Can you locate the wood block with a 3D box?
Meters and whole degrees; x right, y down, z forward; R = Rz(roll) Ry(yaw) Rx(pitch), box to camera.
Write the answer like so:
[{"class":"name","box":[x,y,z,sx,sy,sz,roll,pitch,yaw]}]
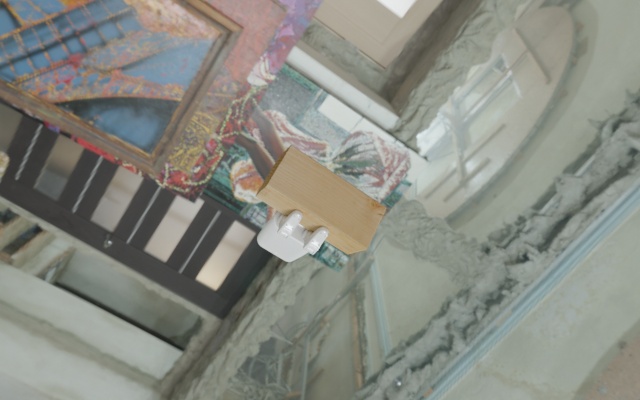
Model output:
[{"class":"wood block","box":[0.000,0.003,0.860,0.206,0.090,0.090,33,-22,-12]}]
